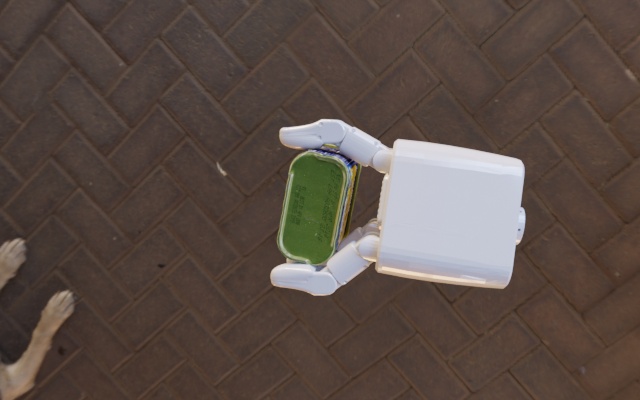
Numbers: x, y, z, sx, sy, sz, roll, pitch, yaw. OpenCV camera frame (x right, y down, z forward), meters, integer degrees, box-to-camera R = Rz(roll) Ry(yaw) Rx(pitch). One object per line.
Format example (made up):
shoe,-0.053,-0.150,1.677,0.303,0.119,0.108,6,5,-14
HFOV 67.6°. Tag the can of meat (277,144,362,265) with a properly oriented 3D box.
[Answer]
can of meat,0.000,0.001,0.441,0.057,0.102,0.084,12,12,8
